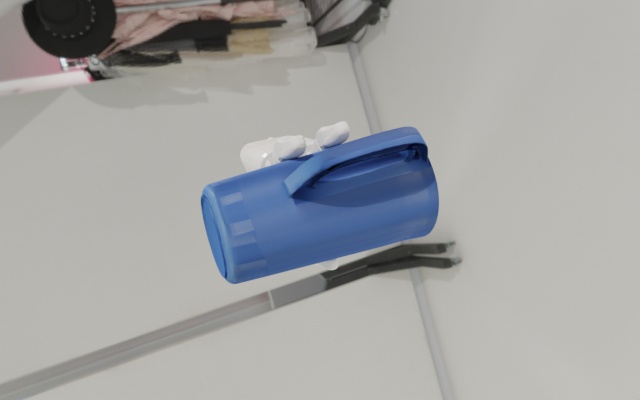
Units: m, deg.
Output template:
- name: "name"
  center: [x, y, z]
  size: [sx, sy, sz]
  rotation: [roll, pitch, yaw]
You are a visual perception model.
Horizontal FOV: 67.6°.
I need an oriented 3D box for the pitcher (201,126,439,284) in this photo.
- name: "pitcher"
  center: [0.000, 0.002, 0.525]
  size: [0.243, 0.149, 0.145]
  rotation: [-15, 20, -20]
